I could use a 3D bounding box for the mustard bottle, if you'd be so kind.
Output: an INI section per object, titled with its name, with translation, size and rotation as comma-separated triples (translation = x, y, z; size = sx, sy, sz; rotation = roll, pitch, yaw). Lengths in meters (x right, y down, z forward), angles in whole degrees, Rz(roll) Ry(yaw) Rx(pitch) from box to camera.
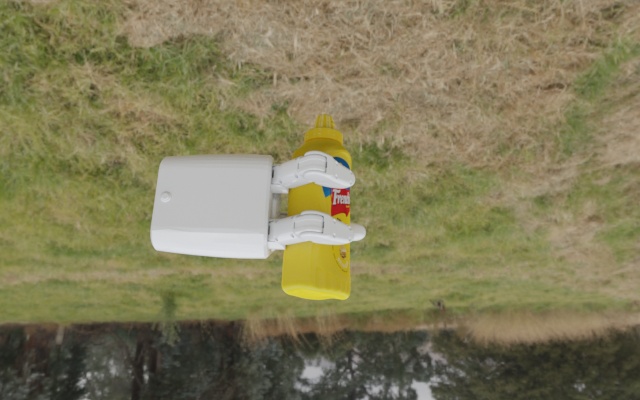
[mustard bottle]
translation = 0.000, 0.002, 0.490
size = 0.058, 0.191, 0.096
rotation = -6, -19, 24
